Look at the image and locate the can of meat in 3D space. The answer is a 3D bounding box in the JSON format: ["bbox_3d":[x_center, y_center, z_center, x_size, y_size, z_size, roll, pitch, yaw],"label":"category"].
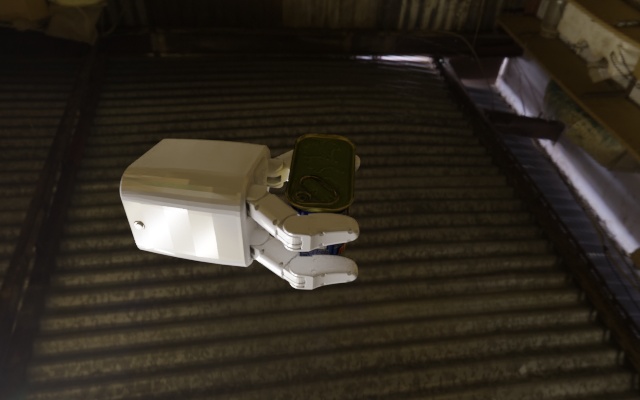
[{"bbox_3d":[0.000,0.002,0.445,0.057,0.084,0.102,5,43,1],"label":"can of meat"}]
